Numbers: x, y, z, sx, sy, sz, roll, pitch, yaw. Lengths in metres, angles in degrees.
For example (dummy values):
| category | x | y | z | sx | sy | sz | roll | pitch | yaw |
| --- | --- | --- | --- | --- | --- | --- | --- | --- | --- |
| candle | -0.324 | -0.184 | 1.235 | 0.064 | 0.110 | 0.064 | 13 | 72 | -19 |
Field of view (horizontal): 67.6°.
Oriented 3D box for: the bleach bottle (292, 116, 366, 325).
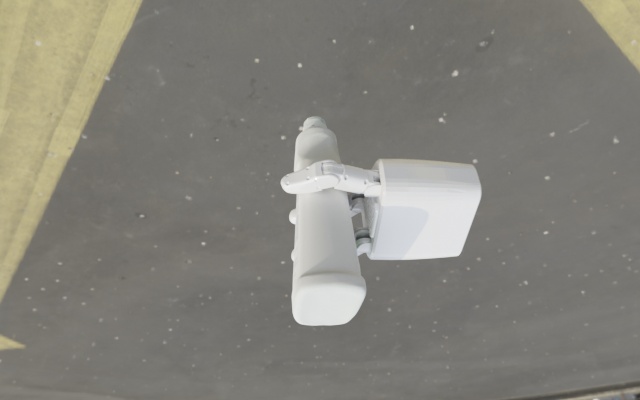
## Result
| category | x | y | z | sx | sy | sz | roll | pitch | yaw |
| --- | --- | --- | --- | --- | --- | --- | --- | --- | --- |
| bleach bottle | 0.000 | 0.002 | 0.529 | 0.068 | 0.250 | 0.103 | 1 | -34 | -7 |
